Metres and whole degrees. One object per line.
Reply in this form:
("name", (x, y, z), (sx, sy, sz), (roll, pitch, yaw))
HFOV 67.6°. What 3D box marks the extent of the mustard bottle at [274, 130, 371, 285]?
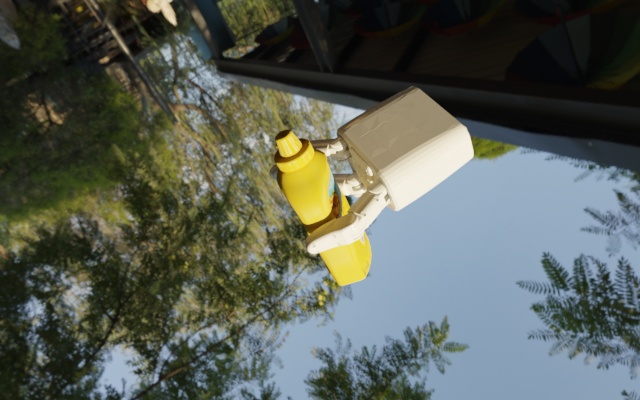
("mustard bottle", (0.000, 0.002, 0.530), (0.058, 0.192, 0.096), (-18, 38, 13))
